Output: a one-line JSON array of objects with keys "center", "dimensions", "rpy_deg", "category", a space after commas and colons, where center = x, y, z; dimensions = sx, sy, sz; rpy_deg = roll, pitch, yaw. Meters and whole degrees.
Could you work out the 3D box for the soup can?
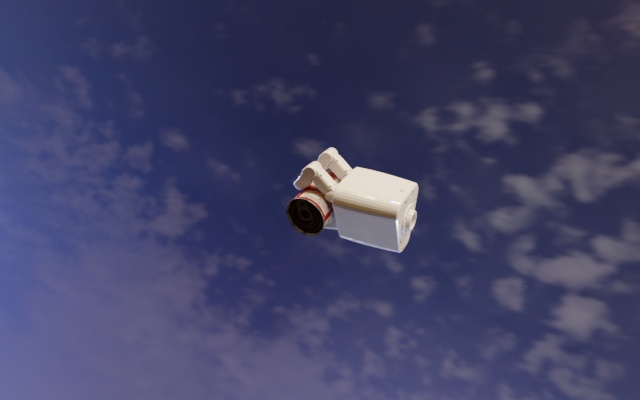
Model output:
[{"center": [0.000, 0.002, 0.775], "dimensions": [0.068, 0.068, 0.102], "rpy_deg": [0, 28, 33], "category": "soup can"}]
